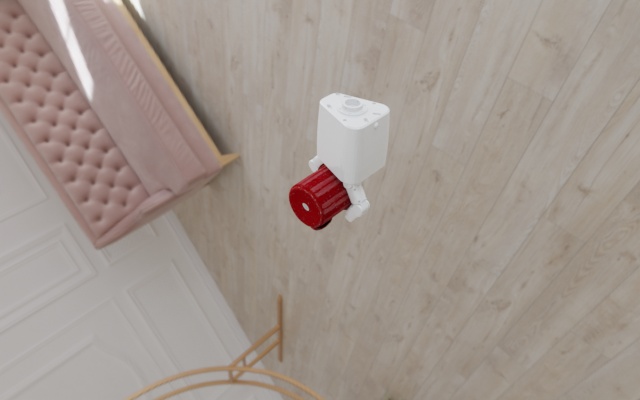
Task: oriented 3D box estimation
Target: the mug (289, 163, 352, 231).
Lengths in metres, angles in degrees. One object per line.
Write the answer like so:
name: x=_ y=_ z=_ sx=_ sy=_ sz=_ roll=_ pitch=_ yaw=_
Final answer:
mug: x=0.000 y=0.004 z=0.825 sx=0.093 sy=0.117 sz=0.081 roll=32 pitch=49 yaw=31
